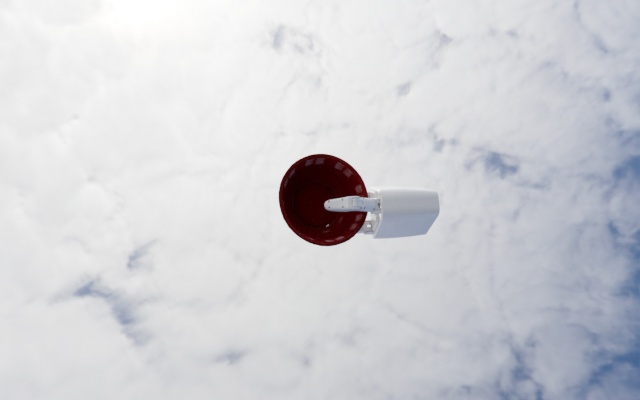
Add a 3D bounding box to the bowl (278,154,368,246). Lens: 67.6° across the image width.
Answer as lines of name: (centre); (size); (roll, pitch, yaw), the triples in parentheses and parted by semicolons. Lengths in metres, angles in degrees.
bowl: (-0.001, 0.002, 0.835); (0.162, 0.162, 0.055); (0, -12, -18)
